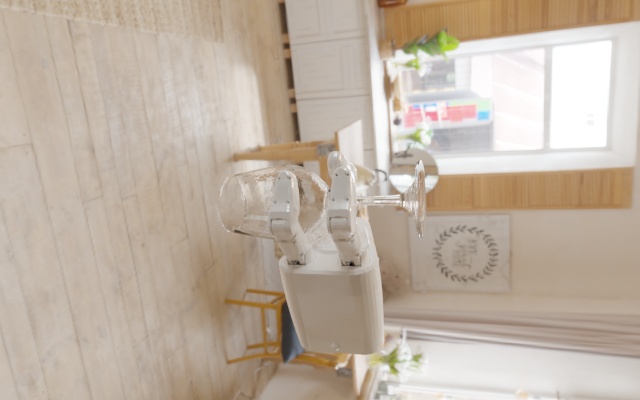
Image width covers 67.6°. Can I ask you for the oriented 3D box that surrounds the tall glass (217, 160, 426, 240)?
[{"bbox_3d":[0.001,0.001,0.478,0.201,0.079,0.079,-1,0,18],"label":"tall glass"}]
